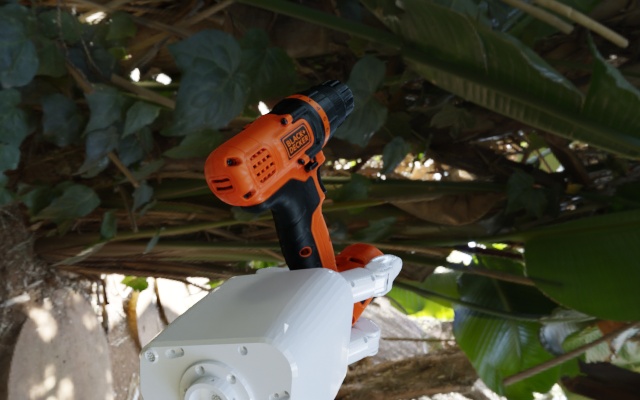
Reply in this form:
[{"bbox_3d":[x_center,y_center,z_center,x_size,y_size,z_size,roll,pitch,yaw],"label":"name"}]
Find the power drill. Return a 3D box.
[{"bbox_3d":[0.000,0.002,0.420,0.057,0.188,0.184,-7,26,40],"label":"power drill"}]
